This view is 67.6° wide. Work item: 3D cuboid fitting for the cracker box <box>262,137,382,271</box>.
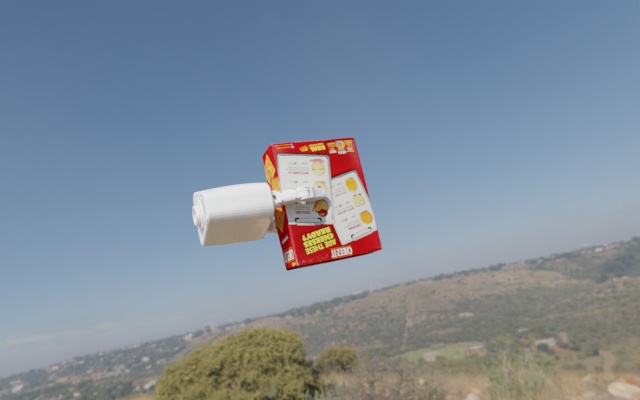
[{"bbox_3d":[0.000,0.003,0.846,0.164,0.213,0.072,-8,-12,-24],"label":"cracker box"}]
